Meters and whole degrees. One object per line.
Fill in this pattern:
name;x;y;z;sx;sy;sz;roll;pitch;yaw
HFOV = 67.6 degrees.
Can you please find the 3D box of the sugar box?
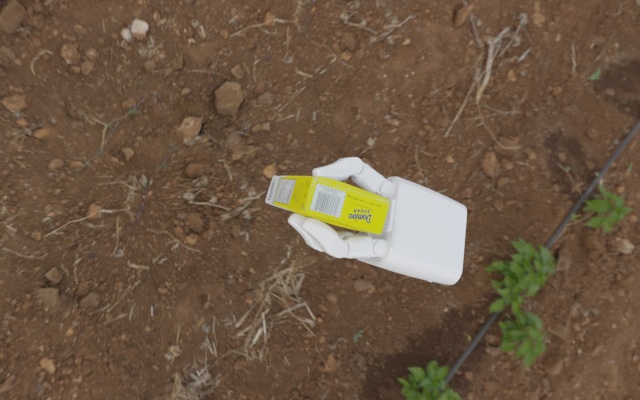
sugar box;0.000;0.002;0.575;0.093;0.048;0.176;18;-6;-19
